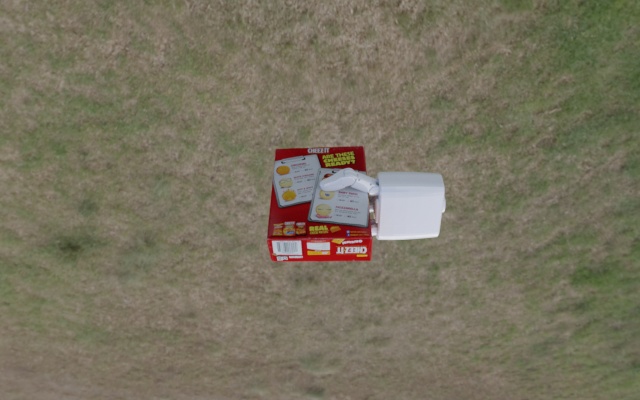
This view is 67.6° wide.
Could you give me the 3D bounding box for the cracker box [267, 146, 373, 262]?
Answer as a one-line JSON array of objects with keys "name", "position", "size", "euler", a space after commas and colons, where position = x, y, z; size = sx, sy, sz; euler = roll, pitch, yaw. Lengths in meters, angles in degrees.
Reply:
[{"name": "cracker box", "position": [0.000, 0.003, 0.816], "size": [0.164, 0.213, 0.072], "euler": [-1, -43, 1]}]
